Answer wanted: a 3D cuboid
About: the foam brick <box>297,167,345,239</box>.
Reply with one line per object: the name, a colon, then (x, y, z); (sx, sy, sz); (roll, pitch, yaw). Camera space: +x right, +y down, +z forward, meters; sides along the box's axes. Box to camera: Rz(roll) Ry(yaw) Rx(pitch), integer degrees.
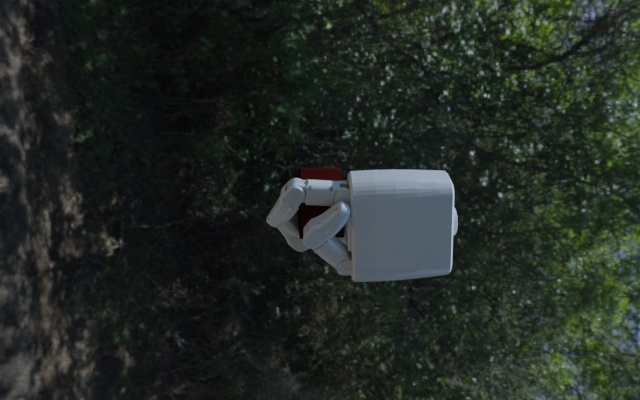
foam brick: (0.000, 0.002, 0.554); (0.051, 0.053, 0.078); (-3, 32, 0)
